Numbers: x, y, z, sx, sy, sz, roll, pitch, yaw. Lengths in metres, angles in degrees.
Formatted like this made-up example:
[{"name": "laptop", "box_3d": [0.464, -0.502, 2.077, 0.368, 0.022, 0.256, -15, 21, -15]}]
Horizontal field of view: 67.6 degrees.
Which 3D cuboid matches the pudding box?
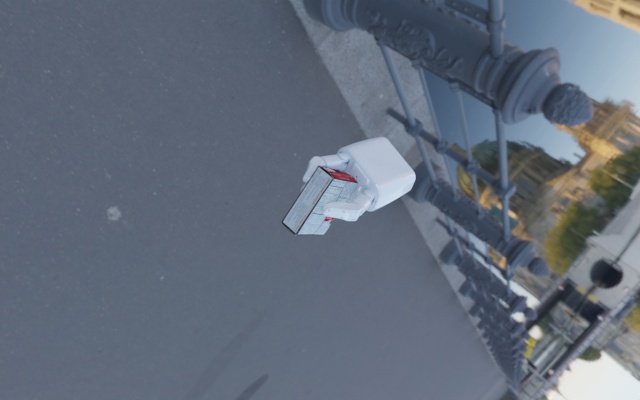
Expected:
[{"name": "pudding box", "box_3d": [0.000, 0.003, 0.757, 0.039, 0.113, 0.090, 39, 15, 26]}]
